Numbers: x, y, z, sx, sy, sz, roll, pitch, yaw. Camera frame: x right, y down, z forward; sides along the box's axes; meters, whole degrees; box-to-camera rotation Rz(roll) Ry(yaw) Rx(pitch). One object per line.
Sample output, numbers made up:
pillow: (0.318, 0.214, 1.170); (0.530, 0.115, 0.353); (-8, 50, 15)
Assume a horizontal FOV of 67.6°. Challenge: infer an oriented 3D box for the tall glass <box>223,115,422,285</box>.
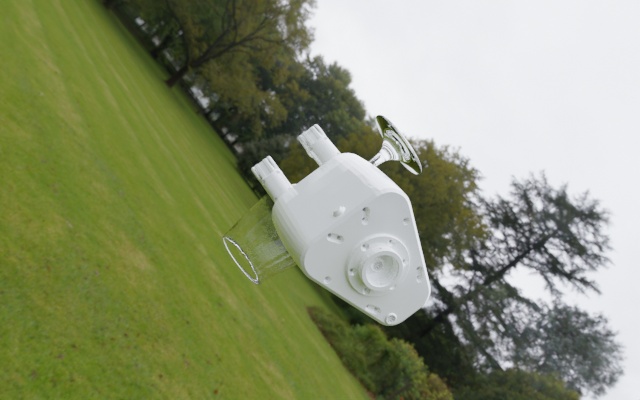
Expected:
tall glass: (0.001, 0.001, 0.485); (0.201, 0.079, 0.079); (-36, 1, -2)
